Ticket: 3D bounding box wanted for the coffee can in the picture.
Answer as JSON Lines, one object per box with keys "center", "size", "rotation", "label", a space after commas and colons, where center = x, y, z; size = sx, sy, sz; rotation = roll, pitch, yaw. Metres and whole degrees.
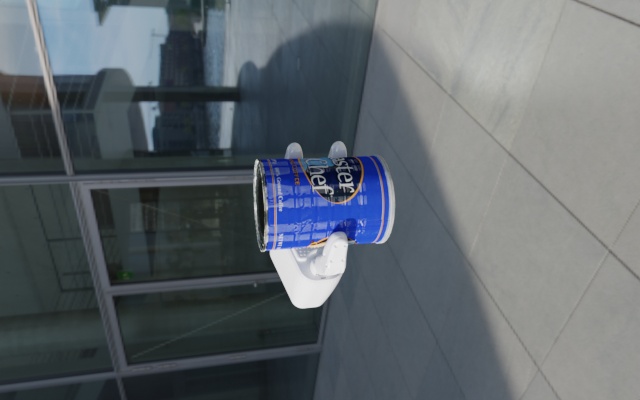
{"center": [0.000, 0.002, 0.539], "size": [0.140, 0.103, 0.103], "rotation": [-3, 1, -14], "label": "coffee can"}
